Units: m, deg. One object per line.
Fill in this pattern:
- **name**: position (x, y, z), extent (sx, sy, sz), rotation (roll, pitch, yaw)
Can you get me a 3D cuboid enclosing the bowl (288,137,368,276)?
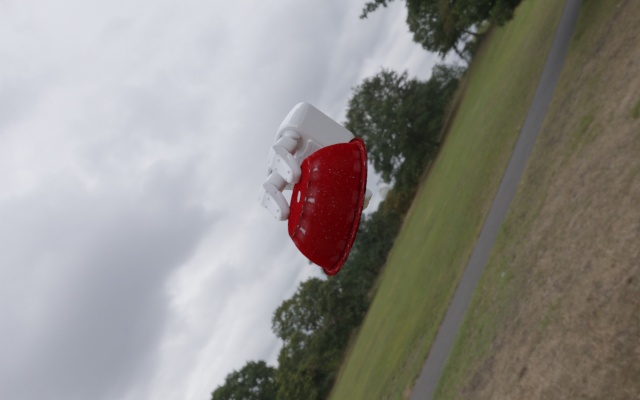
- **bowl**: position (0.000, 0.002, 0.541), extent (0.055, 0.162, 0.162), rotation (12, -3, -13)
